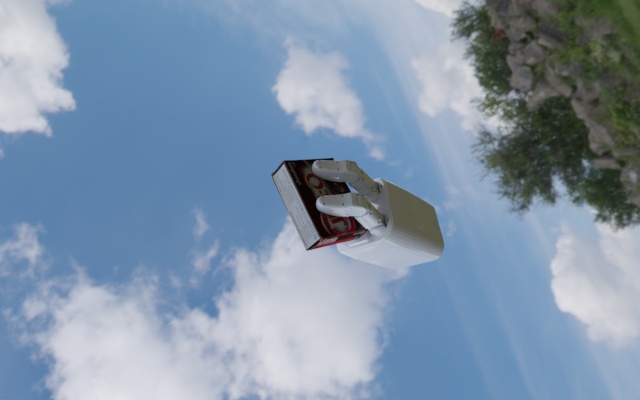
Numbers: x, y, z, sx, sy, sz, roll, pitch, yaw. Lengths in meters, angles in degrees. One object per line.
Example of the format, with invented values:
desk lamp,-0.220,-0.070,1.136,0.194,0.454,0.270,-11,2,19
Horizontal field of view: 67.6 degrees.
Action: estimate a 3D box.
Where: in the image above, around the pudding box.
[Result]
pudding box,0.000,0.002,0.603,0.090,0.113,0.039,-8,-28,-46
